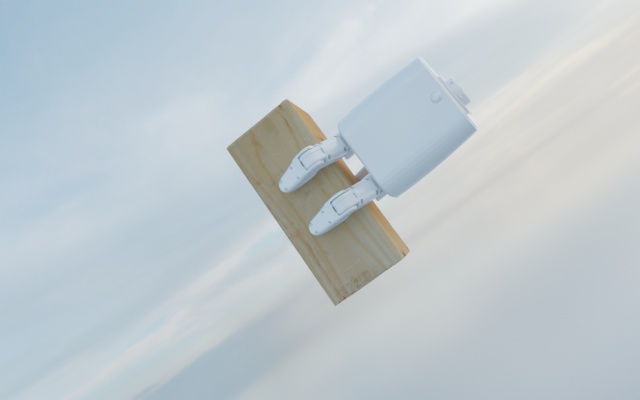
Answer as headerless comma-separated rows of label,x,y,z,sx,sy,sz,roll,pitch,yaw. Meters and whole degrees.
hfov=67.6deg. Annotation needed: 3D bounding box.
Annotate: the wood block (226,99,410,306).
wood block,0.000,0.001,0.537,0.090,0.206,0.091,-37,-10,11
